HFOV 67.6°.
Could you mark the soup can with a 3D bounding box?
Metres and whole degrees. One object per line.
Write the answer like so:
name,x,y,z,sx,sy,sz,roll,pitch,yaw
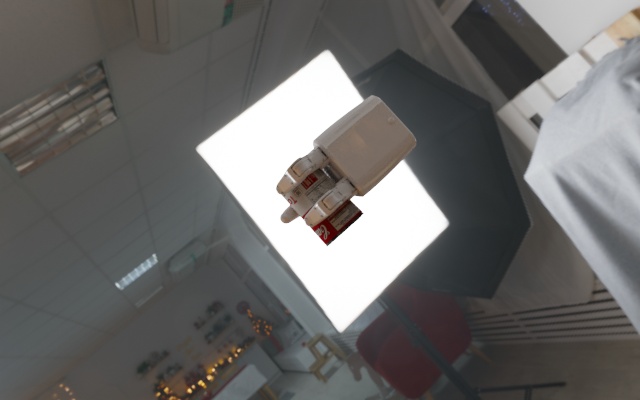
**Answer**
soup can,0.000,0.002,0.639,0.068,0.102,0.068,-42,-3,-3
